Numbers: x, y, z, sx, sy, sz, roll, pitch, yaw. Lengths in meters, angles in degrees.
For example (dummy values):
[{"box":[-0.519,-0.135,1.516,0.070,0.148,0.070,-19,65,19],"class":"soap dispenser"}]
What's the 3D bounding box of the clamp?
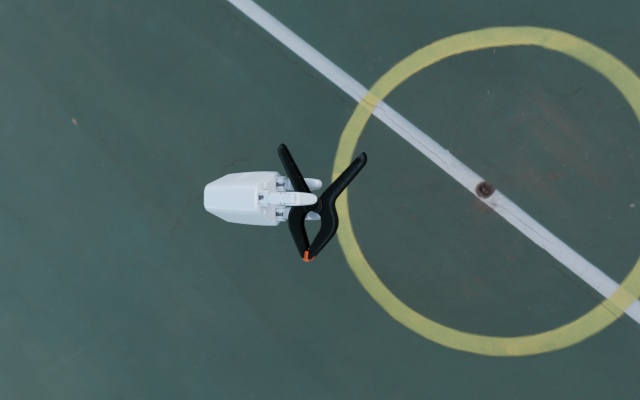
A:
[{"box":[0.000,0.003,0.840,0.164,0.210,0.036,1,1,20],"class":"clamp"}]
